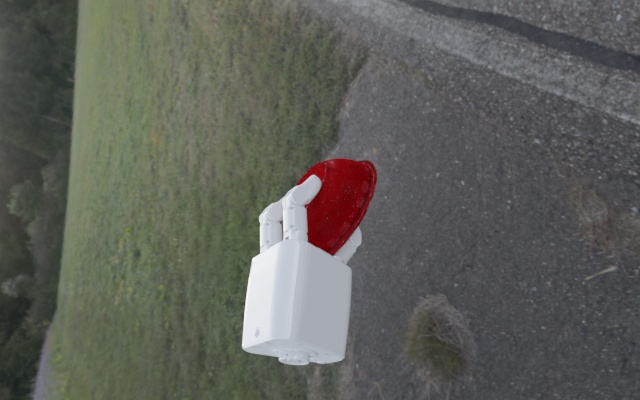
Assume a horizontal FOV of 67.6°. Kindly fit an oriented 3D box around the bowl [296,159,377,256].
[{"bbox_3d":[0.000,0.001,0.624,0.055,0.162,0.162,34,-13,-20],"label":"bowl"}]
